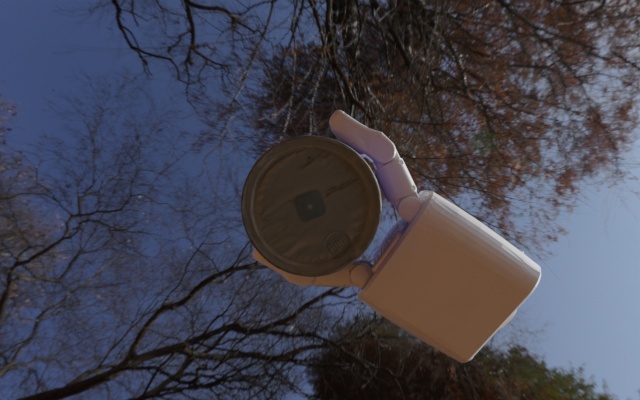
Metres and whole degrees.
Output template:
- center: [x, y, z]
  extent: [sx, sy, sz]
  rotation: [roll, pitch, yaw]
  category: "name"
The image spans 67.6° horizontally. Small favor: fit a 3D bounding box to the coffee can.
- center: [0.000, 0.001, 0.412]
  extent: [0.103, 0.103, 0.140]
  rotation: [0, 3, 6]
  category: "coffee can"
